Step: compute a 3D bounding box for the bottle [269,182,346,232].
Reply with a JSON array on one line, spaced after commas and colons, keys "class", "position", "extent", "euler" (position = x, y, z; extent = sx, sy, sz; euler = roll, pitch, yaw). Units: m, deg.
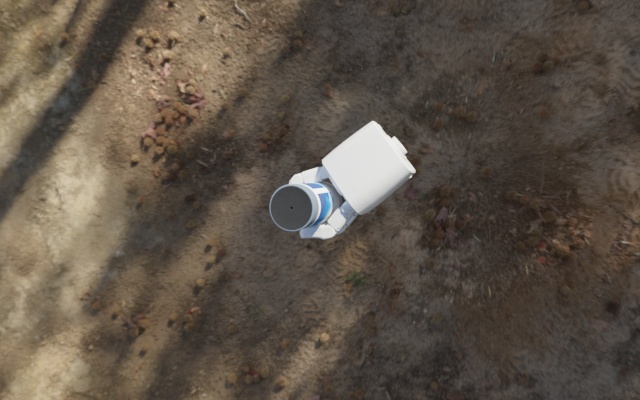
[{"class": "bottle", "position": [0.000, 0.003, 0.804], "extent": [0.069, 0.069, 0.295], "euler": [0, 3, 16]}]
